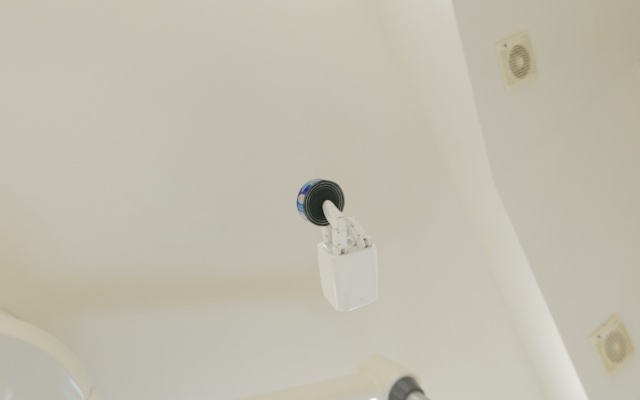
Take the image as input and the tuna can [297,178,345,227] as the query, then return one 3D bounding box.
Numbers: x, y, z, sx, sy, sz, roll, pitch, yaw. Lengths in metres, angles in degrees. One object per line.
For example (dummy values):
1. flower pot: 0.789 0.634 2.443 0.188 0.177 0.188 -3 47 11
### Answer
1. tuna can: 0.000 0.003 0.876 0.086 0.086 0.033 0 10 -30
